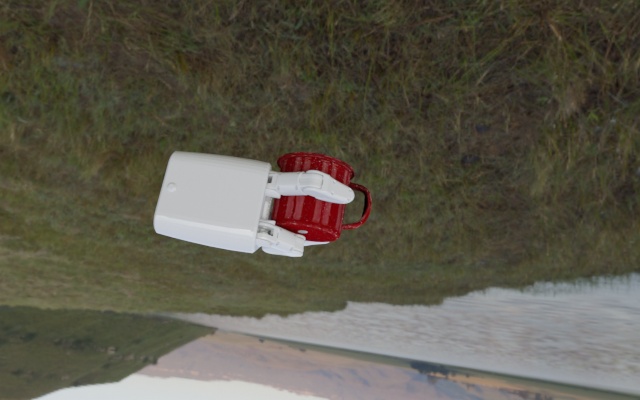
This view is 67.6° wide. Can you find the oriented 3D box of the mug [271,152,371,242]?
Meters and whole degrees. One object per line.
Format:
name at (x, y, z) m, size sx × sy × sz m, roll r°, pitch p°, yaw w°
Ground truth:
mug at (0.001, 0.002, 0.551) m, size 0.117 × 0.081 × 0.093 m, roll 9°, pitch -17°, yaw 0°
